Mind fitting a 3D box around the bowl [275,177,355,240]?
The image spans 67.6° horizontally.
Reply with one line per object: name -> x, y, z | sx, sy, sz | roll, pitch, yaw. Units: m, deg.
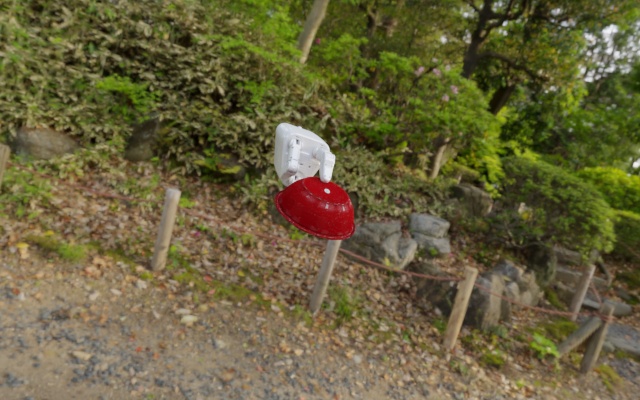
bowl -> 0.001, 0.003, 0.877 | 0.162, 0.055, 0.162 | 20, 26, -10
